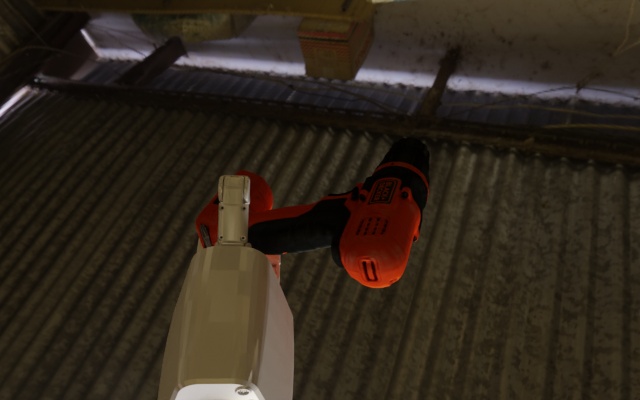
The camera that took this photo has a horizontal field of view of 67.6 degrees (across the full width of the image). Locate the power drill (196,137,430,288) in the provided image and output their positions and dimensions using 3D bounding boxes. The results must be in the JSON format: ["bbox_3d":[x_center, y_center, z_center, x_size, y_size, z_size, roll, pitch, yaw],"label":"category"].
[{"bbox_3d":[0.000,0.002,0.425,0.187,0.057,0.184,-5,30,24],"label":"power drill"}]
